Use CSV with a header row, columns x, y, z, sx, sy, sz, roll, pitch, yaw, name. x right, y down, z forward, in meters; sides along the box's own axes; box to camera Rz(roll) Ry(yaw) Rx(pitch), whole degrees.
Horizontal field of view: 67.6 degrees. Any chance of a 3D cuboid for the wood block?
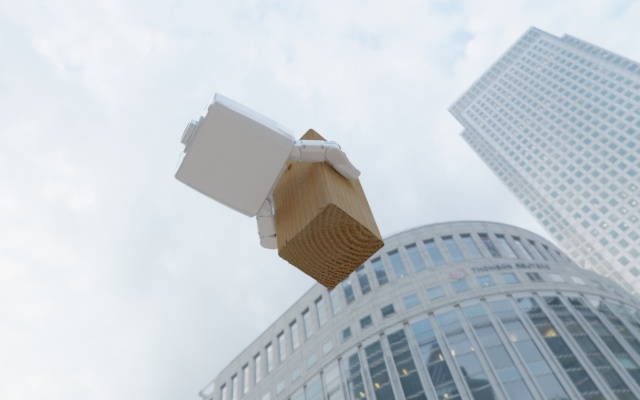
x,y,z,sx,sy,sz,roll,pitch,yaw,name
0.000,0.002,0.618,0.090,0.091,0.206,38,20,-26,wood block
